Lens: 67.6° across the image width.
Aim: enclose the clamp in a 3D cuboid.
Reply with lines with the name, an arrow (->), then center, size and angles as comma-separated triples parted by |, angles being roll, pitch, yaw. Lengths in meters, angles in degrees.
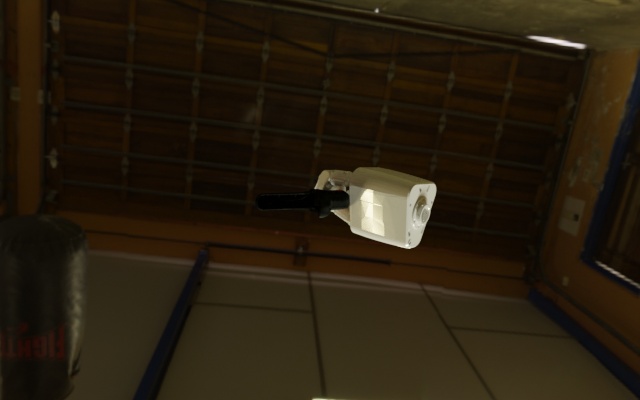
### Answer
clamp -> 0.000, 0.003, 0.723 | 0.120, 0.039, 0.171 | 15, 15, 37
